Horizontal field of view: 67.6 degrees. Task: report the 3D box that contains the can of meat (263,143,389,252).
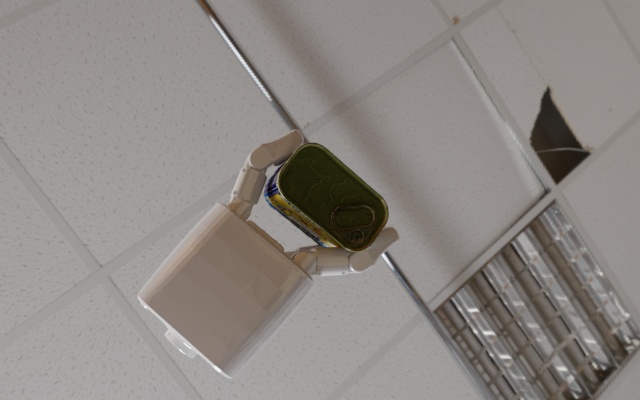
[{"bbox_3d":[0.000,0.001,0.444,0.102,0.057,0.084,40,-16,-10],"label":"can of meat"}]
